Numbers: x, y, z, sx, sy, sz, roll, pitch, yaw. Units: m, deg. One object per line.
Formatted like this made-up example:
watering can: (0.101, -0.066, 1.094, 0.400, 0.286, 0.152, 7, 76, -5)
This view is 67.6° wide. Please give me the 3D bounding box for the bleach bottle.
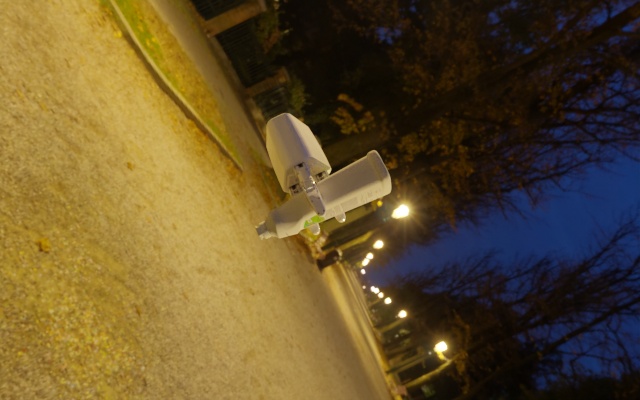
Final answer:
bleach bottle: (0.000, 0.003, 0.853, 0.251, 0.068, 0.103, -25, -21, 0)
